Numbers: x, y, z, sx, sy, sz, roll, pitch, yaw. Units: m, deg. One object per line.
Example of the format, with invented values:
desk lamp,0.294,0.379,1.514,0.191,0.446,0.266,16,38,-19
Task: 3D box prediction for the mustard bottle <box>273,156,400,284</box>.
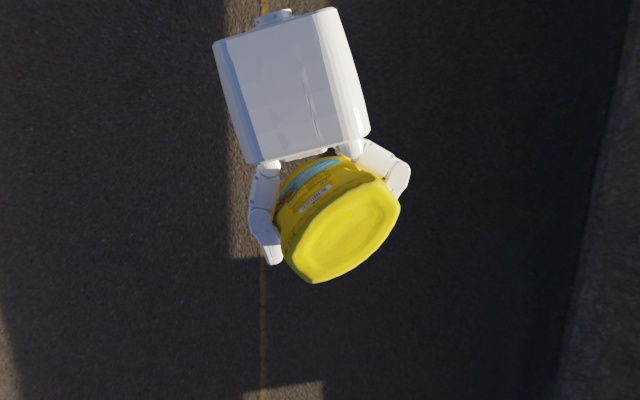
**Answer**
mustard bottle,0.000,0.002,0.444,0.096,0.058,0.191,-42,18,2
